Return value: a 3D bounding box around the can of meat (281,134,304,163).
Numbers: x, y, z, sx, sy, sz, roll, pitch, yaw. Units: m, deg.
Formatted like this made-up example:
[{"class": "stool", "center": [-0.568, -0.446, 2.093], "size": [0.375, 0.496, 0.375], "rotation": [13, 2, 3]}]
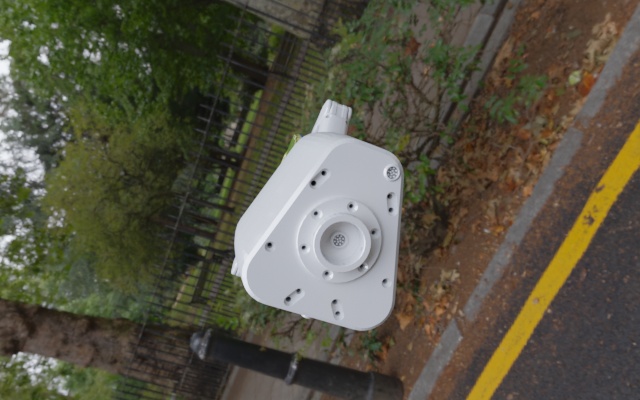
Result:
[{"class": "can of meat", "center": [0.000, 0.001, 0.417], "size": [0.084, 0.102, 0.057], "rotation": [19, 9, -12]}]
